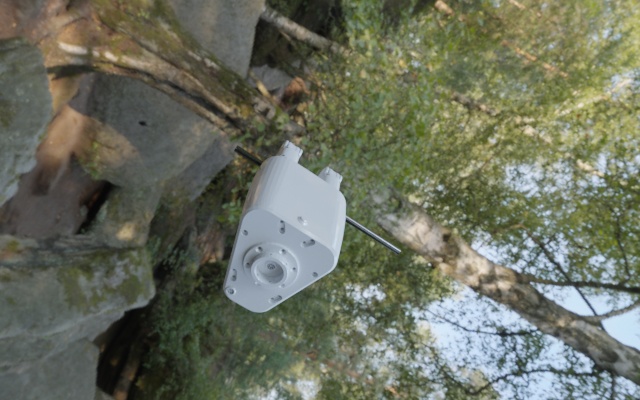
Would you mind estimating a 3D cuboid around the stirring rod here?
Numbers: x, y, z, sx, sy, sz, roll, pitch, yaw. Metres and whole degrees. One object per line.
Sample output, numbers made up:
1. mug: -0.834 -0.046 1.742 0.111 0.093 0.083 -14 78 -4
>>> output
1. stirring rod: 0.000 0.002 0.583 0.239 0.011 0.011 33 -7 -11
